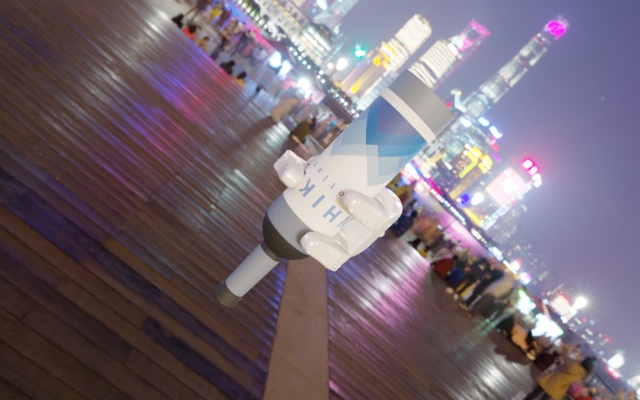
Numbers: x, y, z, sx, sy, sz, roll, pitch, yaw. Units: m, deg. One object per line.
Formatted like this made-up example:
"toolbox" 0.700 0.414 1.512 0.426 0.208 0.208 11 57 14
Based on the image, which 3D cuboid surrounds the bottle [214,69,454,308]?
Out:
"bottle" 0.000 0.001 0.477 0.296 0.069 0.069 -45 -11 11
